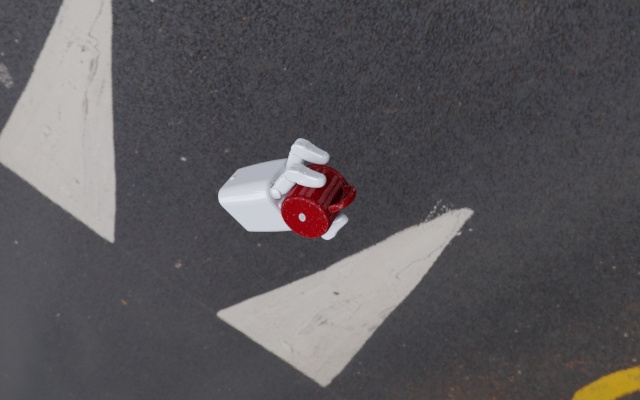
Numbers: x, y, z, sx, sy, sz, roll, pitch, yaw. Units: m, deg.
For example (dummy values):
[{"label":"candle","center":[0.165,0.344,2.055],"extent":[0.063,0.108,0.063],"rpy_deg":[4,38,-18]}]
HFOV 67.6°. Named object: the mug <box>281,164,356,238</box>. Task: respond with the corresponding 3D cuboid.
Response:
[{"label":"mug","center":[0.001,0.002,0.731],"extent":[0.117,0.093,0.081],"rpy_deg":[-6,34,32]}]
